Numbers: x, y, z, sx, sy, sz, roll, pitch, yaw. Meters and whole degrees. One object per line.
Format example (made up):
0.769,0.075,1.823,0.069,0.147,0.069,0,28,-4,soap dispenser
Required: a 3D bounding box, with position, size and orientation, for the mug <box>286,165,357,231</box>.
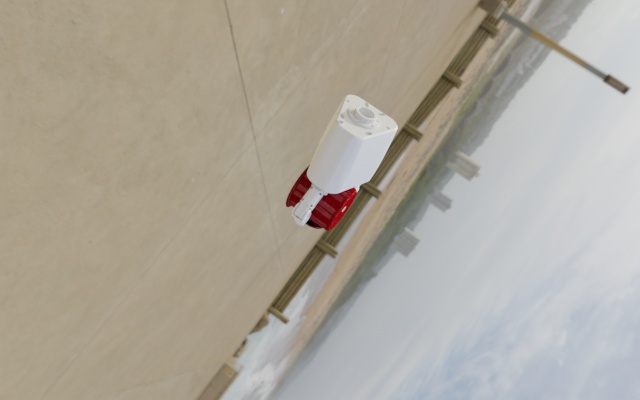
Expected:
0.000,0.004,0.772,0.081,0.117,0.093,35,41,10,mug
